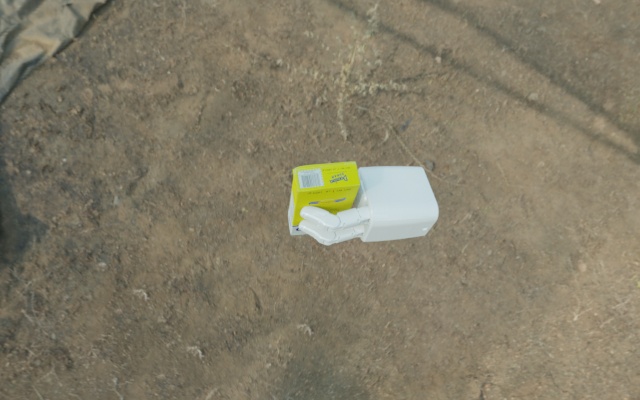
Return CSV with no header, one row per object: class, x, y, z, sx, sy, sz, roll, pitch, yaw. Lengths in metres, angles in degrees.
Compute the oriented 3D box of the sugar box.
sugar box,0.000,0.003,0.747,0.093,0.048,0.176,-6,-26,-8
